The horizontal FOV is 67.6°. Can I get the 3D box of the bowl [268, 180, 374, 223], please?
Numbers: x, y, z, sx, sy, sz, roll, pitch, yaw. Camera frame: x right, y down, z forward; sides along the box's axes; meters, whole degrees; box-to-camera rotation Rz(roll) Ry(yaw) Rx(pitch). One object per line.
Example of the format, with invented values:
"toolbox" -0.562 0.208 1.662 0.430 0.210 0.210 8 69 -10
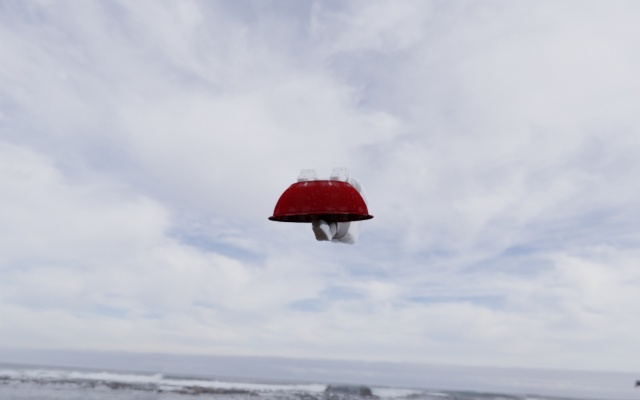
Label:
"bowl" 0.000 0.002 0.730 0.162 0.055 0.162 -1 -6 0
